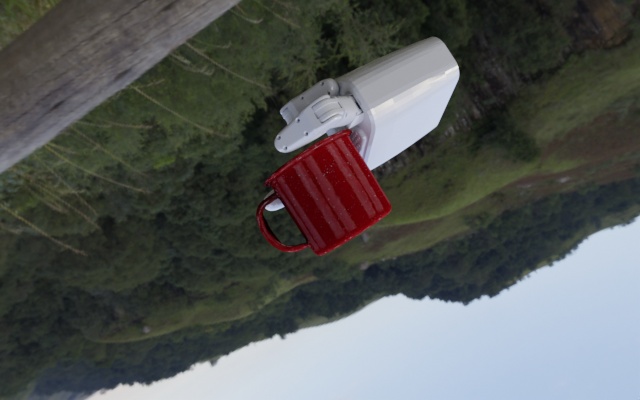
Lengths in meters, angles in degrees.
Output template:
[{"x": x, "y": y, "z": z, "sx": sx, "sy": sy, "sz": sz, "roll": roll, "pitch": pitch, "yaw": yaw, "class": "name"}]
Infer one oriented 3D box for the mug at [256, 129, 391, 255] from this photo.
[{"x": -0.001, "y": 0.002, "z": 0.424, "sx": 0.117, "sy": 0.081, "sz": 0.093, "roll": -32, "pitch": -3, "yaw": -16, "class": "mug"}]
